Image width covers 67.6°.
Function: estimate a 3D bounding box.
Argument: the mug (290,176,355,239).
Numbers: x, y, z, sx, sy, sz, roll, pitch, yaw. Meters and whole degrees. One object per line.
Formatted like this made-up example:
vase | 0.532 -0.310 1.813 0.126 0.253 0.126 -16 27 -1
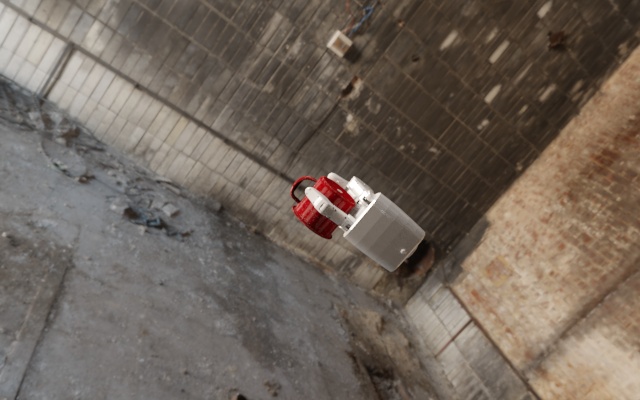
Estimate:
mug | -0.001 0.002 0.870 0.117 0.081 0.093 39 12 -1
